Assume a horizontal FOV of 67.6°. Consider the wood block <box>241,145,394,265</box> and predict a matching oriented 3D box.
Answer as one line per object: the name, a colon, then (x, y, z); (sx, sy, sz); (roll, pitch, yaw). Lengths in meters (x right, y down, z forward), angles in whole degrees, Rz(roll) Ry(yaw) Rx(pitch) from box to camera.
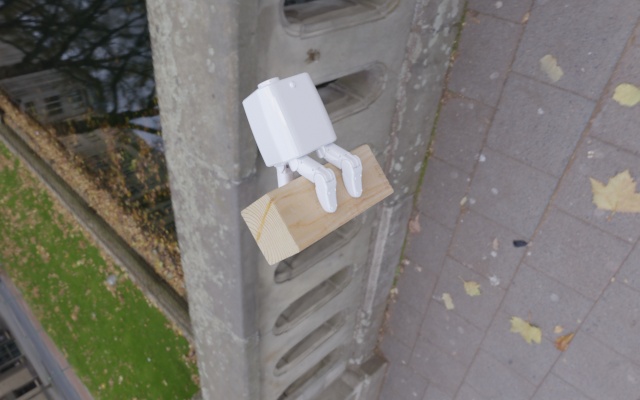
wood block: (0.000, 0.002, 0.712); (0.206, 0.090, 0.091); (-29, 0, -38)
